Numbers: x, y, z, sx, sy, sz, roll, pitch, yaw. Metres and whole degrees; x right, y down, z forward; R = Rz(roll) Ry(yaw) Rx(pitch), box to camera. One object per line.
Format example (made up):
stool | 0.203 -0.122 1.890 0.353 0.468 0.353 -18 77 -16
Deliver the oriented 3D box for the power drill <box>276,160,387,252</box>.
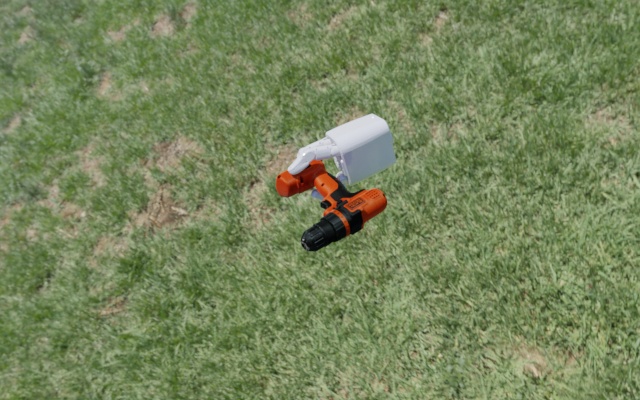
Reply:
power drill | 0.000 0.002 0.880 0.184 0.057 0.187 -28 48 -28
